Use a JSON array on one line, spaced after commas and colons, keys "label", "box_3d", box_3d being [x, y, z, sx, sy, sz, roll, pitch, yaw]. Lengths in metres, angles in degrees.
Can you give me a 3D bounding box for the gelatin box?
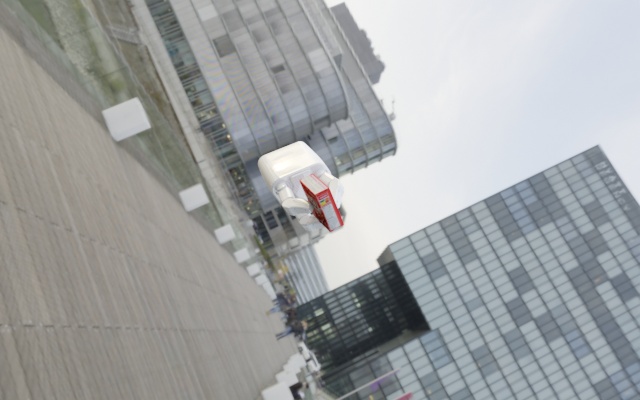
[{"label": "gelatin box", "box_3d": [0.001, 0.003, 0.799, 0.030, 0.073, 0.089, -27, 26, -10]}]
